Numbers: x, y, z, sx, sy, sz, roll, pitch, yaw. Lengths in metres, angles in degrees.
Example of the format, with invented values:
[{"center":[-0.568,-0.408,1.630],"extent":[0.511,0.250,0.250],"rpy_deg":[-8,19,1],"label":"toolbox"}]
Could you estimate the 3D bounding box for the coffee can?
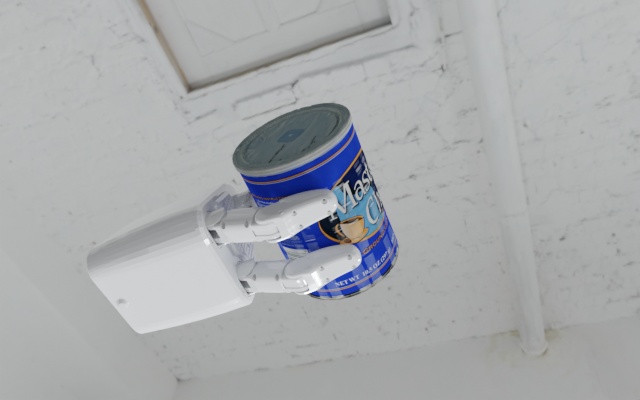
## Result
[{"center":[0.000,0.001,0.418],"extent":[0.103,0.140,0.102],"rpy_deg":[-18,30,11],"label":"coffee can"}]
